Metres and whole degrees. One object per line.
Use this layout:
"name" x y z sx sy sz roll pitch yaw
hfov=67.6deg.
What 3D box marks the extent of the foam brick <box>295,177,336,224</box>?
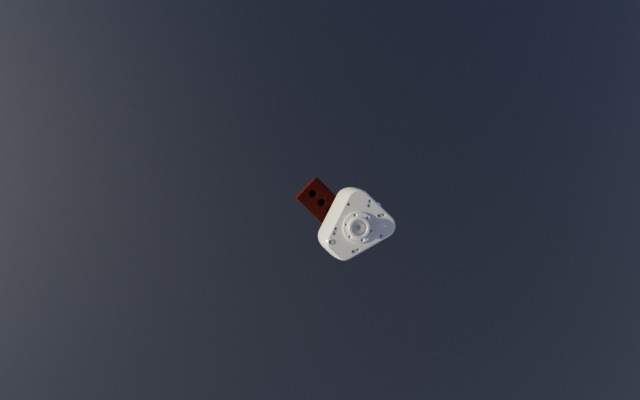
"foam brick" 0.000 0.003 0.854 0.078 0.053 0.051 44 -3 -4
